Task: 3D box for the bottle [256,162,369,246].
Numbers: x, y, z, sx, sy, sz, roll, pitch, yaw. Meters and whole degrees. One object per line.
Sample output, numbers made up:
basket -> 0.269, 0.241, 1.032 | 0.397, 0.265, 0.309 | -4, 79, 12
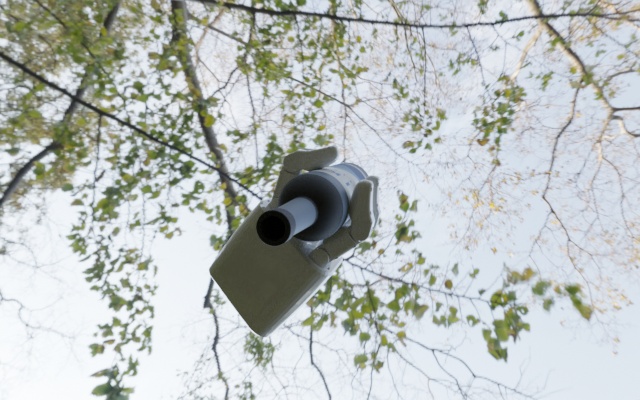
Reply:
bottle -> 0.000, 0.002, 0.493 | 0.069, 0.069, 0.295 | 0, 7, 14
